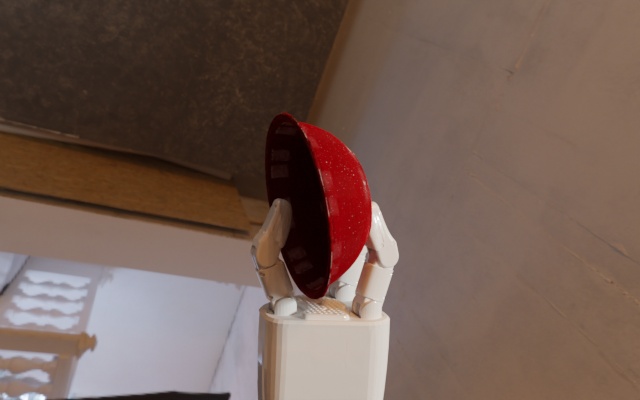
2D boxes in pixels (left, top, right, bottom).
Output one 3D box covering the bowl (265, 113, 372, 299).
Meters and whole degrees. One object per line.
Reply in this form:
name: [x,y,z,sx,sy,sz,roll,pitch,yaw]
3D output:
bowl: [0.000,0.000,0.420,0.055,0.162,0.162,-11,4,-20]
